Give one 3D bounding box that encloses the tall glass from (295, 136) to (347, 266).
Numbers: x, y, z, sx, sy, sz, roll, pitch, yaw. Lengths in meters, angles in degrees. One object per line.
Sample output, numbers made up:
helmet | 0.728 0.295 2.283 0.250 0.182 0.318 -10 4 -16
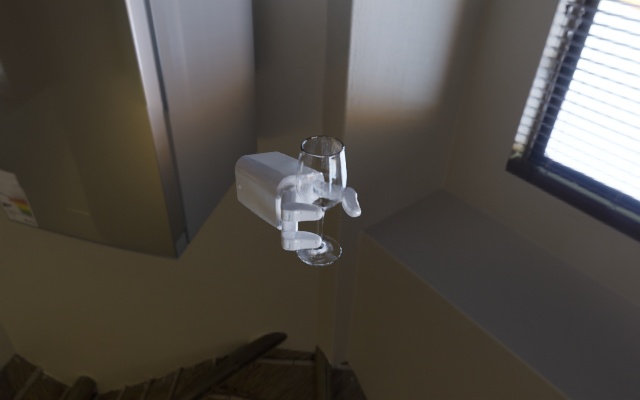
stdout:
tall glass | 0.000 0.003 0.738 0.079 0.201 0.079 2 36 -1
